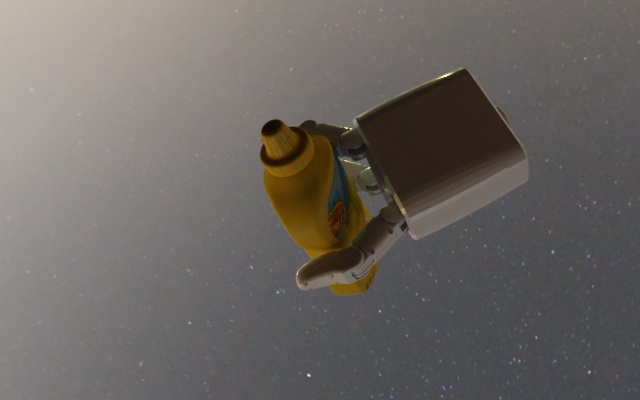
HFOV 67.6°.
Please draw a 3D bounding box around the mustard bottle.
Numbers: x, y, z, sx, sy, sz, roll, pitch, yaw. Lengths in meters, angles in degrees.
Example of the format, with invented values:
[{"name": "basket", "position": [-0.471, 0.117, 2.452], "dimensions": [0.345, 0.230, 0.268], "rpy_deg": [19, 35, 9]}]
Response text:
[{"name": "mustard bottle", "position": [0.000, 0.002, 0.411], "dimensions": [0.058, 0.096, 0.192], "rpy_deg": [-8, -37, 20]}]
